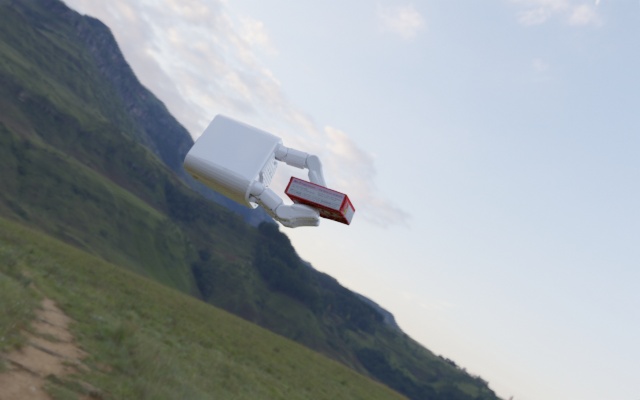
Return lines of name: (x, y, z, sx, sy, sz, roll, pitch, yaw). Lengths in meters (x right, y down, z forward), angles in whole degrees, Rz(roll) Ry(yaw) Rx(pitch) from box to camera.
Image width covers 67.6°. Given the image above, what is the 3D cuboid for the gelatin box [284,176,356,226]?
gelatin box: (0.001, 0.002, 0.684, 0.089, 0.030, 0.073, 18, -13, 18)
